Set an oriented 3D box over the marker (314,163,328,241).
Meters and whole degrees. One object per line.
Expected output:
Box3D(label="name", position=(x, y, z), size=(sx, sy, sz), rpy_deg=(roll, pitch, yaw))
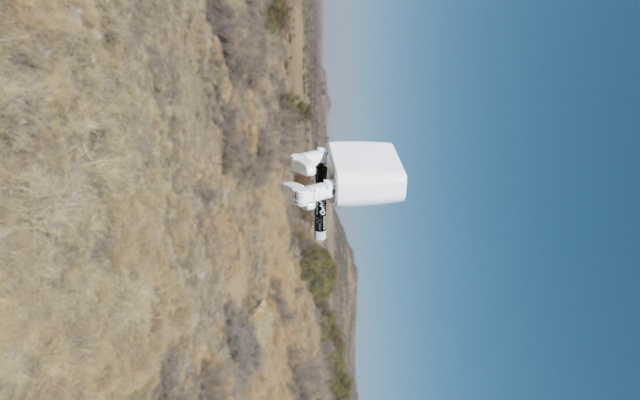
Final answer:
Box3D(label="marker", position=(0.000, 0.002, 0.709), size=(0.020, 0.121, 0.020), rpy_deg=(1, 24, 0))
